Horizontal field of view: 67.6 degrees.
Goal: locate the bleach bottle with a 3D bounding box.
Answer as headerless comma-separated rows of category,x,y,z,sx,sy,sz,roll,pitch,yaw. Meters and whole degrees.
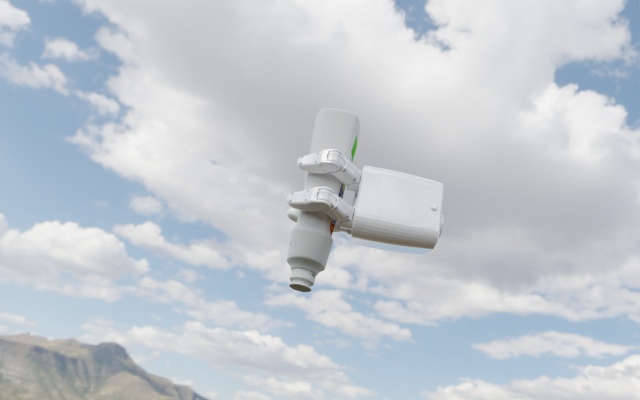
bleach bottle,0.000,0.002,0.643,0.068,0.250,0.103,11,-28,4
